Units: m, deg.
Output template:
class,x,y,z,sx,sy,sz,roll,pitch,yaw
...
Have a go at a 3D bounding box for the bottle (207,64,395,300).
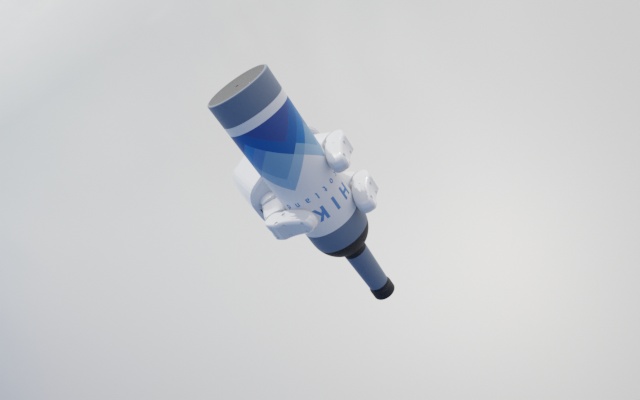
class,x,y,z,sx,sy,sz,roll,pitch,yaw
bottle,0.000,0.001,0.500,0.069,0.296,0.069,-27,28,16
